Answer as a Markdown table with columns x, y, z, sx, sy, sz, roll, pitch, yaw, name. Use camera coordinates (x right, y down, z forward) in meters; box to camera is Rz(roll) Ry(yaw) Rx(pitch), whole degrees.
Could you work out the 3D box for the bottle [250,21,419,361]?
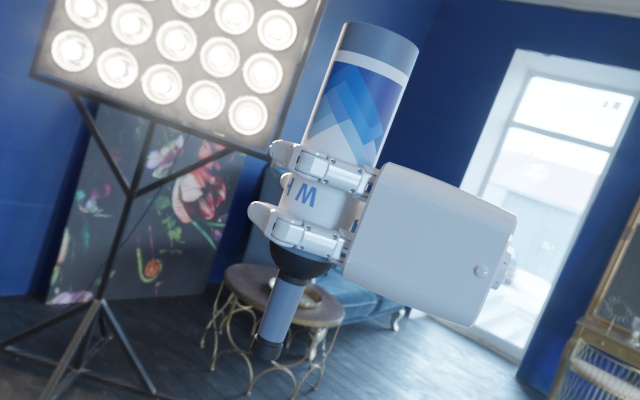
| x | y | z | sx | sy | sz | roll | pitch | yaw | name |
| --- | --- | --- | --- | --- | --- | --- | --- | --- | --- |
| 0.000 | 0.001 | 0.416 | 0.069 | 0.296 | 0.069 | 20 | 7 | -2 | bottle |
